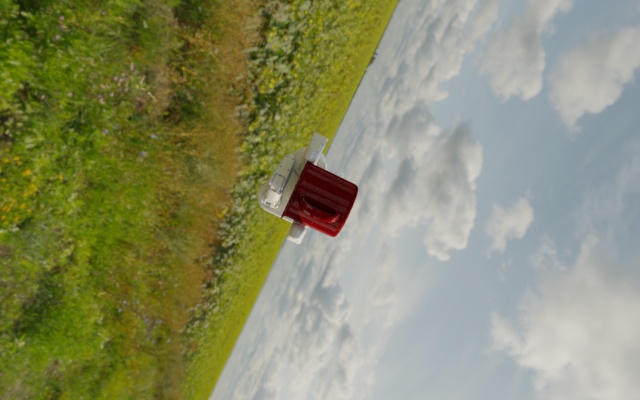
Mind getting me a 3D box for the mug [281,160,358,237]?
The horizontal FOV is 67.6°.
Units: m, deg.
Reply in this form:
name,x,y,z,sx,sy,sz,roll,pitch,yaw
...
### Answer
name,x,y,z,sx,sy,sz,roll,pitch,yaw
mug,0.000,0.002,0.653,0.081,0.093,0.117,25,13,-3
